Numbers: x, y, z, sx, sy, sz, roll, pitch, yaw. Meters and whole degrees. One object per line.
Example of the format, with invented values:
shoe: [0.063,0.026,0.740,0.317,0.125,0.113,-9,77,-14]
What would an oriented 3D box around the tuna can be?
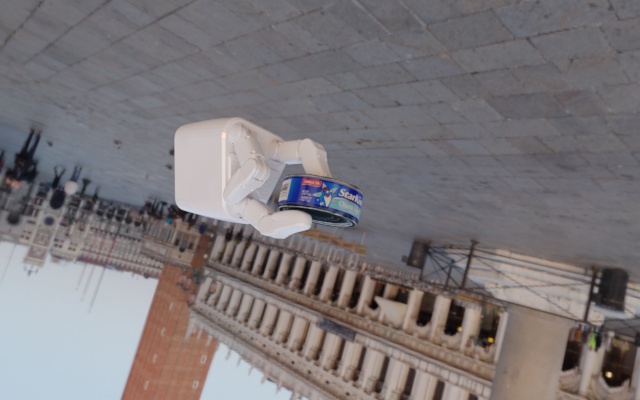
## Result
tuna can: [0.000,0.002,0.491,0.086,0.033,0.086,12,-12,3]
